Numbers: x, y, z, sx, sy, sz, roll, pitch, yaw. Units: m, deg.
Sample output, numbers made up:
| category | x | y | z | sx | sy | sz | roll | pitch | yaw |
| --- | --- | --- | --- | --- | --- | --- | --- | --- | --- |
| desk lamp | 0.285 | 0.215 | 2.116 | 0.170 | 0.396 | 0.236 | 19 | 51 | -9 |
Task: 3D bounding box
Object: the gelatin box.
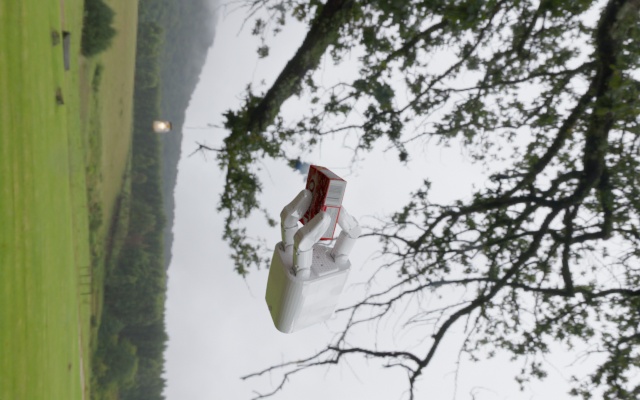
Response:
| category | x | y | z | sx | sy | sz | roll | pitch | yaw |
| --- | --- | --- | --- | --- | --- | --- | --- | --- | --- |
| gelatin box | 0.001 | 0.002 | 0.672 | 0.030 | 0.089 | 0.073 | 6 | 17 | -25 |
